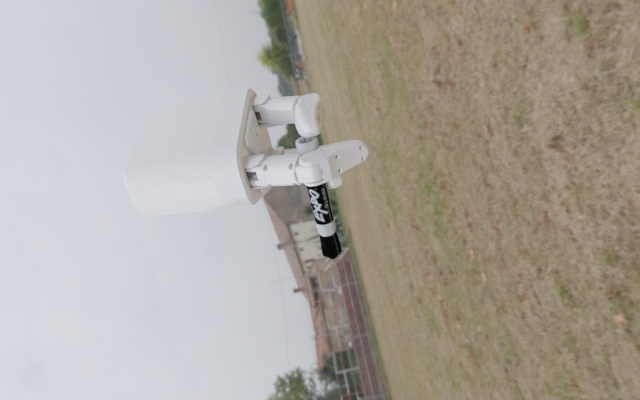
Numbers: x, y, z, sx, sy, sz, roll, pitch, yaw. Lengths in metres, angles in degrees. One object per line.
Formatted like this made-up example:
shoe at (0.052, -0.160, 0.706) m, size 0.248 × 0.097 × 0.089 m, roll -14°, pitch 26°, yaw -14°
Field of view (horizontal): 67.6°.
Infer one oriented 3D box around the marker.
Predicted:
marker at (0.000, 0.001, 0.421) m, size 0.020 × 0.121 × 0.020 m, roll -10°, pitch 30°, yaw 6°
